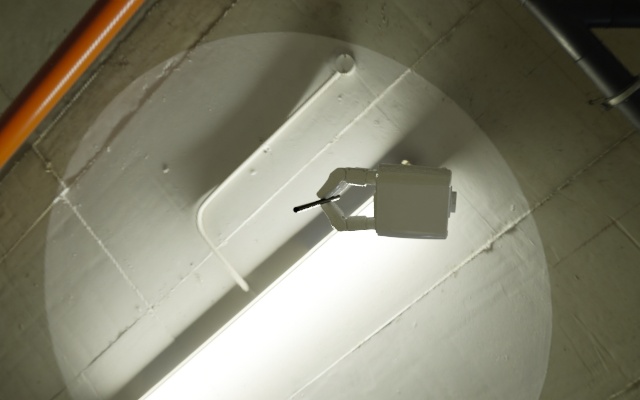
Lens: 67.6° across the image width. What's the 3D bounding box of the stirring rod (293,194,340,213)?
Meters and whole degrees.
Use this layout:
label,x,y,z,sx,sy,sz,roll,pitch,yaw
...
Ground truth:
label,x,y,z,sx,sy,sz,roll,pitch,yaw
stirring rod,0.000,0.002,0.695,0.011,0.011,0.239,0,4,14
